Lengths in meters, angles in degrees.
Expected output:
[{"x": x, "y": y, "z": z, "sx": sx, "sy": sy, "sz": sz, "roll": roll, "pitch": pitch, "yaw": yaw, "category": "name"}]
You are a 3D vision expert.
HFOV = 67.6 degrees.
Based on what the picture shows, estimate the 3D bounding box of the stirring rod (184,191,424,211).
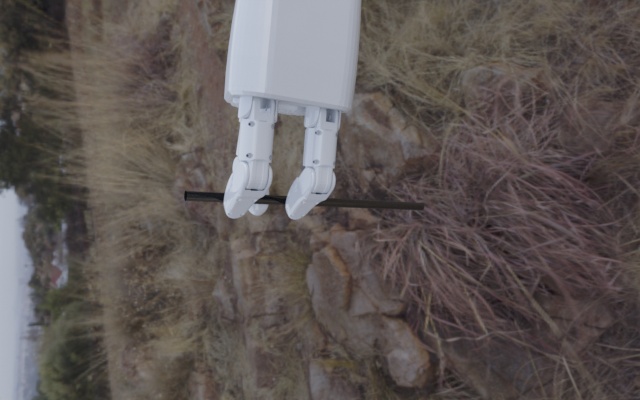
[{"x": 0.000, "y": 0.001, "z": 0.427, "sx": 0.239, "sy": 0.011, "sz": 0.011, "roll": 3, "pitch": -1, "yaw": -31, "category": "stirring rod"}]
